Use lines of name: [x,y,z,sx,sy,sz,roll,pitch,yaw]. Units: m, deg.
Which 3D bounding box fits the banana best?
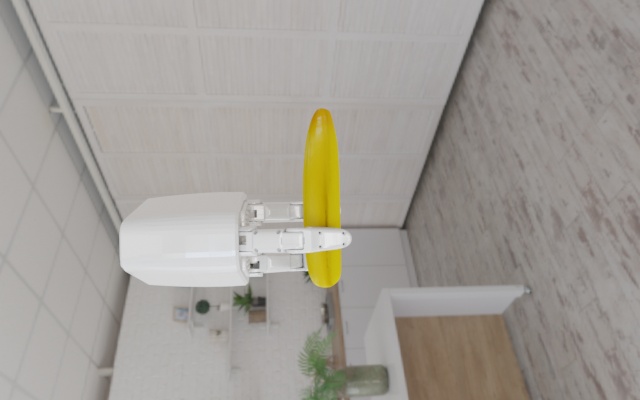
banana: [0.001,0.012,0.474,0.037,0.198,0.069,-3,23,-1]
